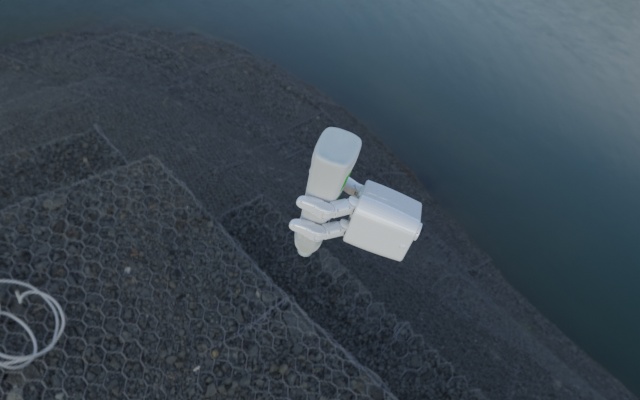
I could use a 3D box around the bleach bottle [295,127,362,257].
[{"bbox_3d":[0.000,0.003,0.829,0.068,0.251,0.102,21,43,4],"label":"bleach bottle"}]
